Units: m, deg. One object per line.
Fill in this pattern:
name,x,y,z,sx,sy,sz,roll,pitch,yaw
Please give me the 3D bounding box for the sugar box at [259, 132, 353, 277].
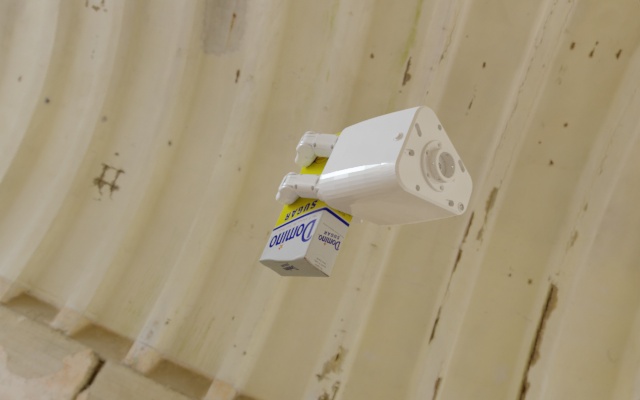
sugar box,0.000,0.001,0.556,0.048,0.176,0.093,39,-28,-27
